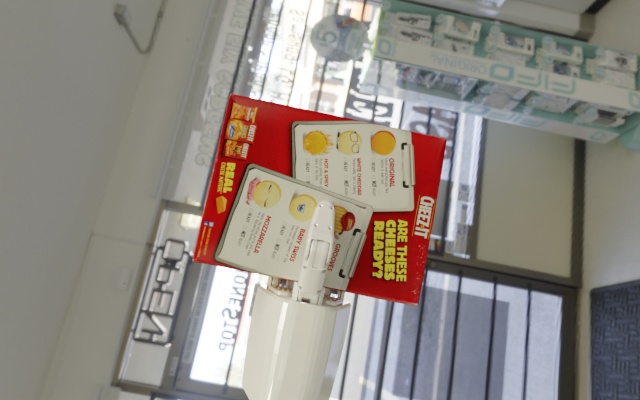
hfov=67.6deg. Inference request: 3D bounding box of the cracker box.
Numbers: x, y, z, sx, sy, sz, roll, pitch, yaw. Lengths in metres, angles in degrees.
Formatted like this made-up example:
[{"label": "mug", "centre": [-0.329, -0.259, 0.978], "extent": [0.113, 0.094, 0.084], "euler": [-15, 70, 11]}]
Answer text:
[{"label": "cracker box", "centre": [0.000, 0.002, 0.475], "extent": [0.214, 0.164, 0.072], "euler": [11, -5, -2]}]
